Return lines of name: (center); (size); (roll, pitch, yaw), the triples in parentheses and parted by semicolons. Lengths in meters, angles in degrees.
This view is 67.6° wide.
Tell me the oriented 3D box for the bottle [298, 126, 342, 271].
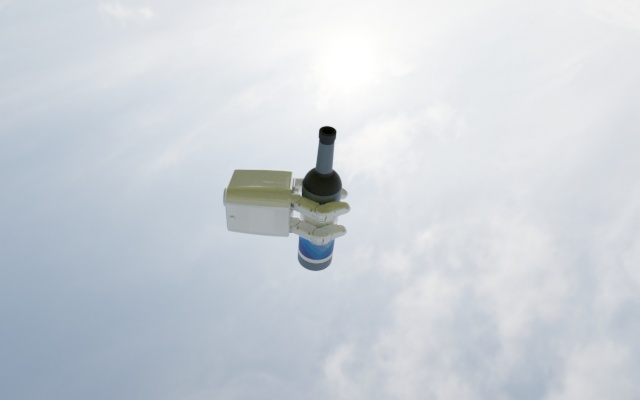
bottle: (0.000, 0.003, 0.811); (0.069, 0.296, 0.069); (3, 43, -3)
